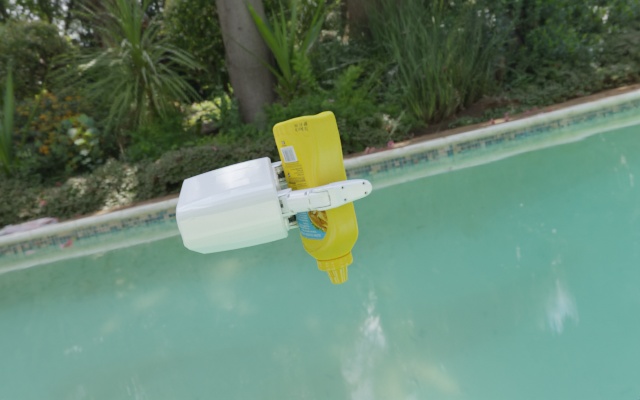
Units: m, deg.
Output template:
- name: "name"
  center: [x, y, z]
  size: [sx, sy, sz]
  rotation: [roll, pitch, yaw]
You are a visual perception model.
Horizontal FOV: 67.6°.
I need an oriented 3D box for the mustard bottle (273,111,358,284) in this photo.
- name: "mustard bottle"
  center: [0.000, 0.001, 0.537]
  size: [0.058, 0.191, 0.096]
  rotation: [-17, 9, -28]
